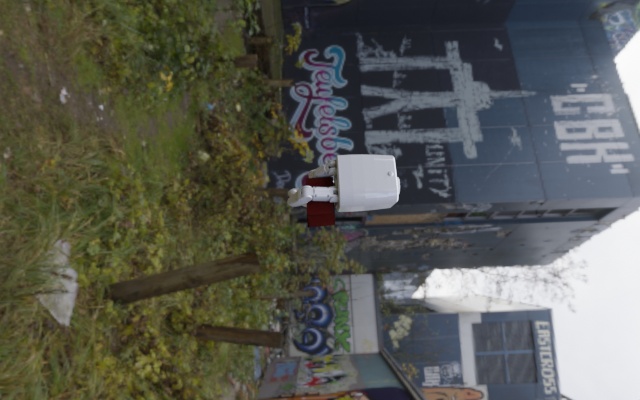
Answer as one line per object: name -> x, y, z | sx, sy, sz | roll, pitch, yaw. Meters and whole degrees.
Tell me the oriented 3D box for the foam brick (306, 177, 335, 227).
foam brick -> 0.000, 0.003, 0.875 | 0.051, 0.078, 0.053 | -2, -25, 0
